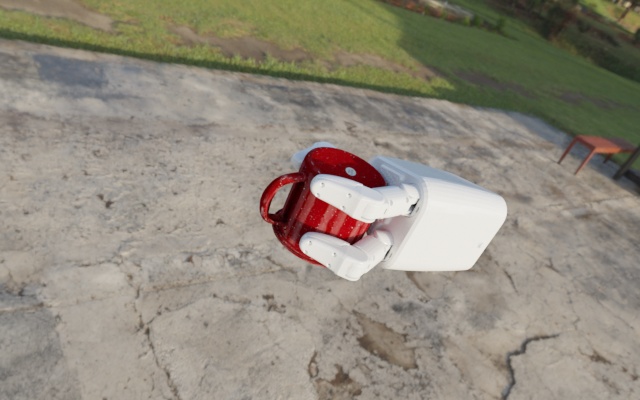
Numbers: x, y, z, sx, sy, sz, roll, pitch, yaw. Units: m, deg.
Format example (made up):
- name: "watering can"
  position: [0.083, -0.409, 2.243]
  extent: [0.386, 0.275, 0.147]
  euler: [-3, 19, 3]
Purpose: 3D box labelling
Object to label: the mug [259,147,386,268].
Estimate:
- name: "mug"
  position: [-0.001, 0.001, 0.446]
  extent: [0.117, 0.081, 0.093]
  euler: [8, 33, -28]
